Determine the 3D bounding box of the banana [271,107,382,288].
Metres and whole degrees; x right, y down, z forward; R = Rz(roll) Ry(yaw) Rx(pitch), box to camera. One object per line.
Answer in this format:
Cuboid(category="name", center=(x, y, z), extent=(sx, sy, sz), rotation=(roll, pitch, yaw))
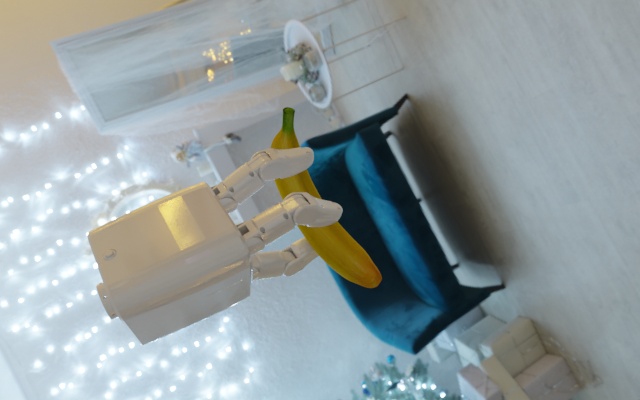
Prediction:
Cuboid(category="banana", center=(-0.006, 0.006, 0.474), extent=(0.037, 0.197, 0.070), rotation=(-22, -17, -24))
